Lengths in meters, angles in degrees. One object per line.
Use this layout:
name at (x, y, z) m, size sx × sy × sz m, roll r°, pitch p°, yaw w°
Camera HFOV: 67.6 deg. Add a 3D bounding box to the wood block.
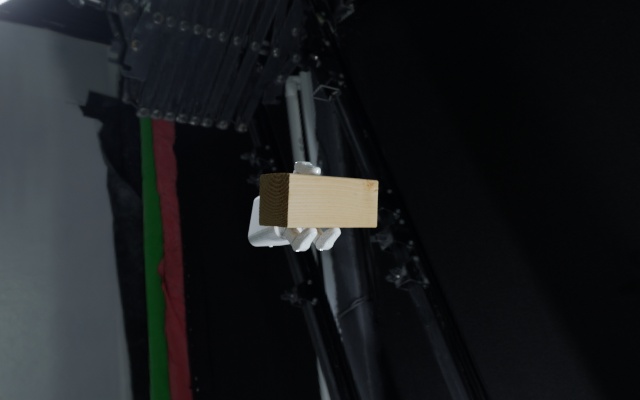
wood block at (0.000, 0.003, 0.863) m, size 0.206 × 0.091 × 0.090 m, roll 2°, pitch -1°, yaw -40°
